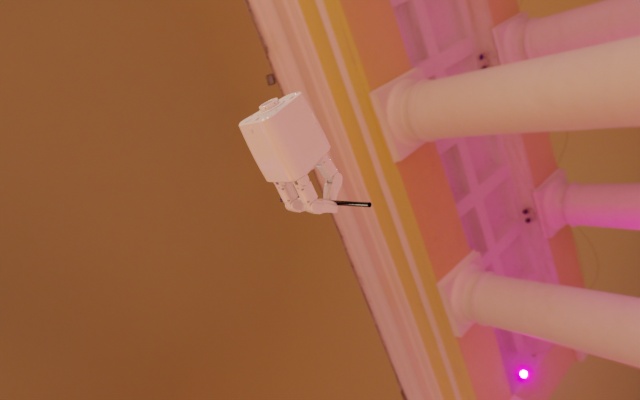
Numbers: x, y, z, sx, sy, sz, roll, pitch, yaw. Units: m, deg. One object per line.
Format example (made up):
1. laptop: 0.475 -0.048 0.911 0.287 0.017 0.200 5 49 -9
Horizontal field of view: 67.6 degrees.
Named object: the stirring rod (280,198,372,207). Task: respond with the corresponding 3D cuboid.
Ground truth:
1. stirring rod: 0.000 0.003 0.815 0.011 0.011 0.239 0 2 -38
